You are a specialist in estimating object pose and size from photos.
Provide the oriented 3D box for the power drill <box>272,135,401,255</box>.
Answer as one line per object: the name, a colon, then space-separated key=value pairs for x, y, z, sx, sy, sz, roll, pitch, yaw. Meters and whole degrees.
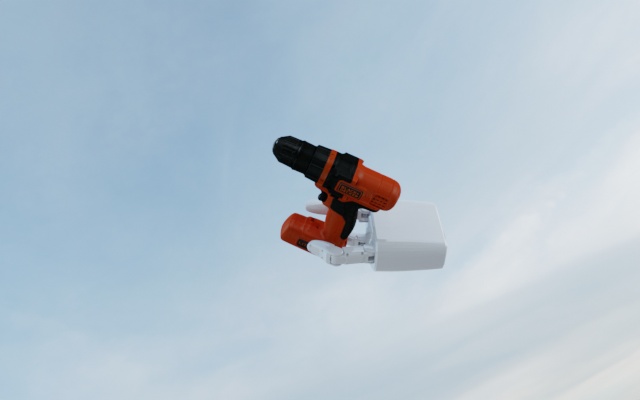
power drill: x=0.000 y=0.003 z=0.695 sx=0.184 sy=0.057 sz=0.188 roll=25 pitch=-41 yaw=-2
